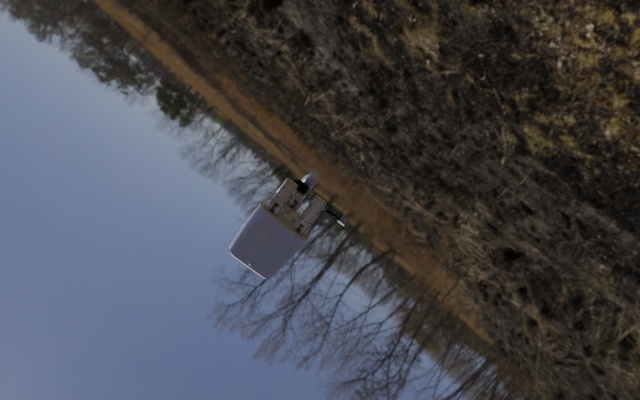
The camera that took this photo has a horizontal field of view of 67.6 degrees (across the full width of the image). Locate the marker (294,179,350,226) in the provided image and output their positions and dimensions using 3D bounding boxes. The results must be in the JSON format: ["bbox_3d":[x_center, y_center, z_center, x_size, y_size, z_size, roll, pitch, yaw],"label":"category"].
[{"bbox_3d":[0.000,0.003,0.857,0.121,0.020,0.020,38,-6,-8],"label":"marker"}]
